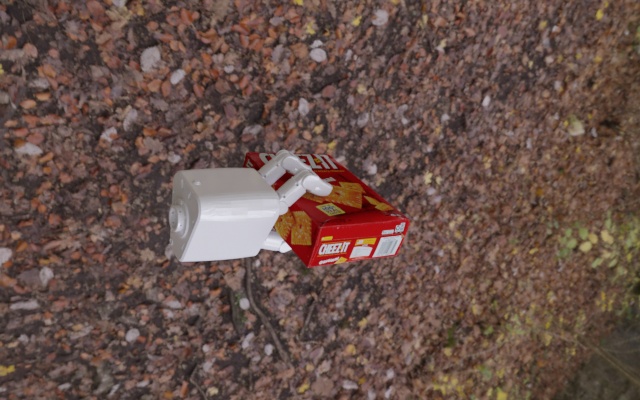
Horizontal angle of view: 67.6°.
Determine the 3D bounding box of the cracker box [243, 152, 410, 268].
[{"bbox_3d":[0.000,0.003,0.701,0.164,0.072,0.213,-2,32,-37],"label":"cracker box"}]
